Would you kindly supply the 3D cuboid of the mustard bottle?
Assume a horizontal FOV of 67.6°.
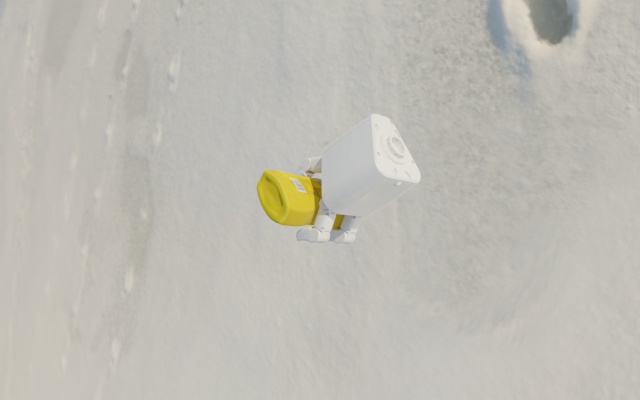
[{"bbox_3d":[0.000,0.003,0.746,0.191,0.058,0.096,7,33,-41],"label":"mustard bottle"}]
